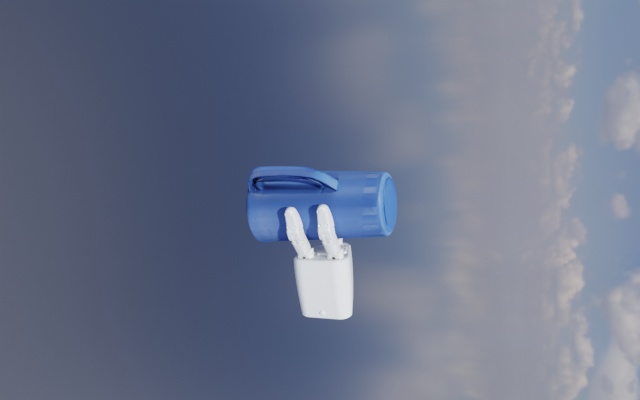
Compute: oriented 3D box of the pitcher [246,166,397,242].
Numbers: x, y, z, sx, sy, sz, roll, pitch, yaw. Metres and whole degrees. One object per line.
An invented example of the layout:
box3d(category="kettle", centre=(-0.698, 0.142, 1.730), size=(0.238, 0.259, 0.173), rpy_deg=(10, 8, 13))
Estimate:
box3d(category="pitcher", centre=(0.000, 0.003, 0.822), size=(0.243, 0.145, 0.149), rpy_deg=(-1, 10, 21))
